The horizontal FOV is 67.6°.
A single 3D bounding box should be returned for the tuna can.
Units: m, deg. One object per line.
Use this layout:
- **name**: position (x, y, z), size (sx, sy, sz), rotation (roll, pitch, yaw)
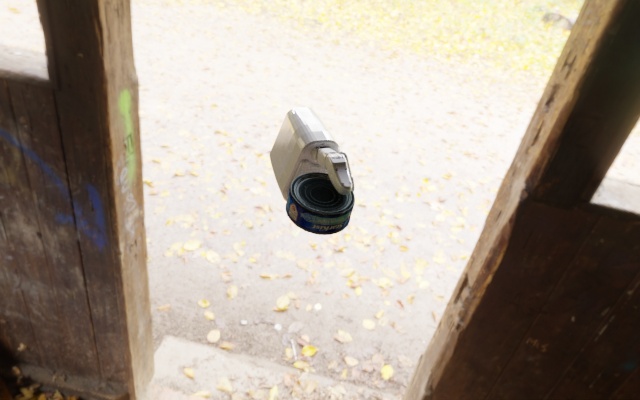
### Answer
- **tuna can**: position (0.000, 0.002, 0.606), size (0.086, 0.034, 0.086), rotation (8, 40, -7)
